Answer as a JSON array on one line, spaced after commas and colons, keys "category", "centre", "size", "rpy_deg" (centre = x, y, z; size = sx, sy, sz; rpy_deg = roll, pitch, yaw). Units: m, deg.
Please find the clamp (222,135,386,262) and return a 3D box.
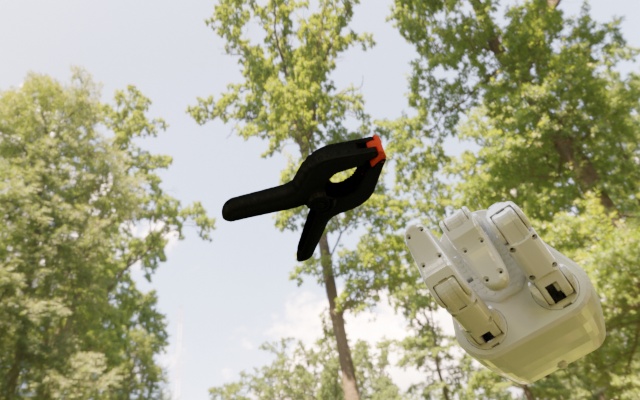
[{"category": "clamp", "centre": [0.000, 0.001, 0.484], "size": [0.171, 0.039, 0.120], "rpy_deg": [-28, -42, 20]}]
